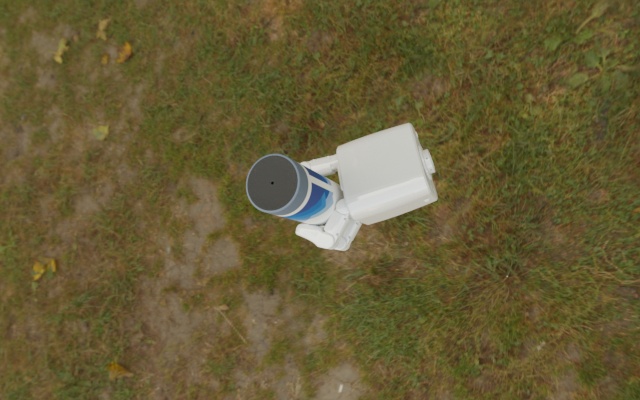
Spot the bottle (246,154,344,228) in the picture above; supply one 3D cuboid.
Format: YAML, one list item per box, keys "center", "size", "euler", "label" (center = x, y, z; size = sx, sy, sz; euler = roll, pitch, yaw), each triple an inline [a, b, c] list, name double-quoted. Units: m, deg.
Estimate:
- center: [0.000, 0.002, 0.658]
  size: [0.069, 0.069, 0.296]
  euler: [0, -8, 21]
  label: "bottle"
